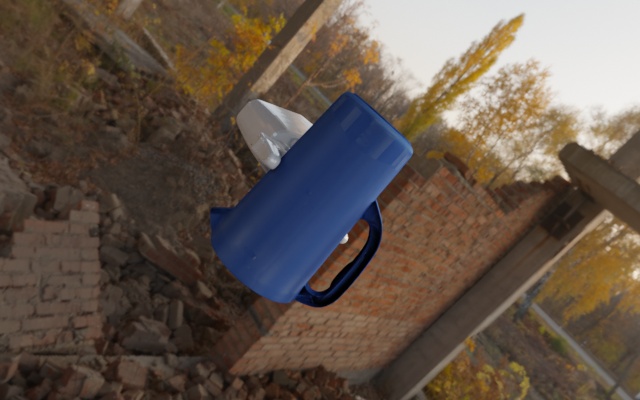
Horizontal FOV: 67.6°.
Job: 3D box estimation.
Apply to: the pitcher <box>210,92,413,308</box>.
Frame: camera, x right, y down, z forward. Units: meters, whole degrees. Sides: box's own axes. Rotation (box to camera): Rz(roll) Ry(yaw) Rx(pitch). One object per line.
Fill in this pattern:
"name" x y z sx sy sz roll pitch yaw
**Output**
"pitcher" 0.000 0.002 0.571 0.149 0.243 0.145 32 15 -44
